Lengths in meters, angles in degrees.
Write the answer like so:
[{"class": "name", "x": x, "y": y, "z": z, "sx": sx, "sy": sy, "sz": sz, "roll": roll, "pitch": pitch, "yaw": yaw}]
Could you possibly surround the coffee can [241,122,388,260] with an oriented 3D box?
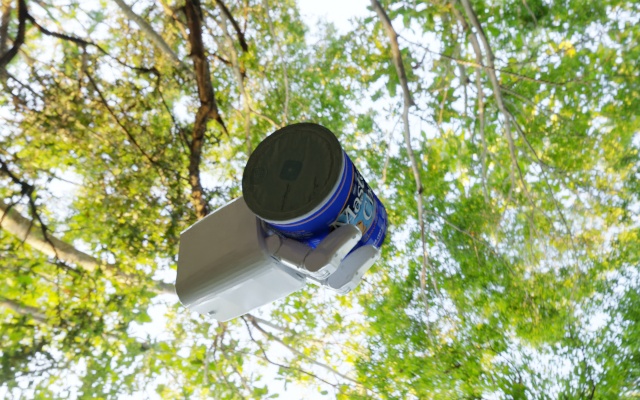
[{"class": "coffee can", "x": 0.000, "y": 0.001, "z": 0.487, "sx": 0.103, "sy": 0.102, "sz": 0.140, "roll": 0, "pitch": -25, "yaw": 27}]
